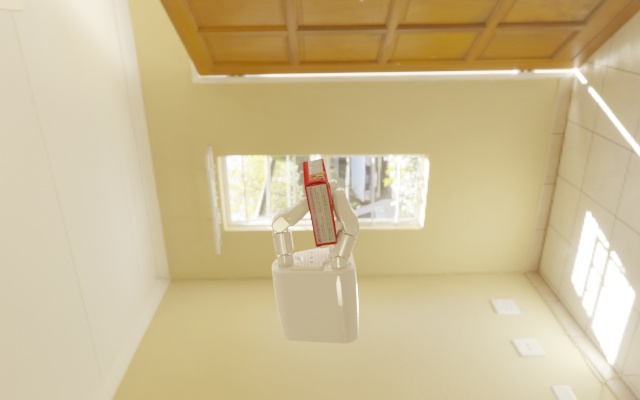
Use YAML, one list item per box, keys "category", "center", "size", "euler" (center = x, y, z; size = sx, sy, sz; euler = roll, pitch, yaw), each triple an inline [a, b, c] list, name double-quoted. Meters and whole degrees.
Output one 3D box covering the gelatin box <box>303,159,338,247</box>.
- category: "gelatin box"
  center: [0.000, 0.002, 0.601]
  size: [0.030, 0.089, 0.073]
  euler: [-10, 27, 2]
